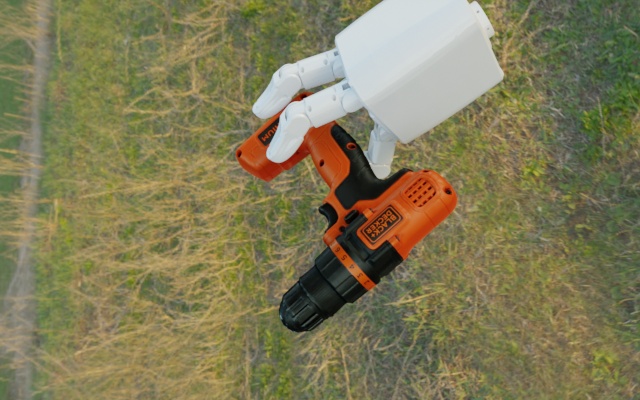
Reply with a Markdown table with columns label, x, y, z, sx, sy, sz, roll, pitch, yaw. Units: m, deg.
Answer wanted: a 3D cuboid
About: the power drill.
| label | x | y | z | sx | sy | sz | roll | pitch | yaw |
| --- | --- | --- | --- | --- | --- | --- | --- | --- | --- |
| power drill | 0.000 | 0.001 | 0.442 | 0.184 | 0.187 | 0.057 | -40 | -28 | 0 |
